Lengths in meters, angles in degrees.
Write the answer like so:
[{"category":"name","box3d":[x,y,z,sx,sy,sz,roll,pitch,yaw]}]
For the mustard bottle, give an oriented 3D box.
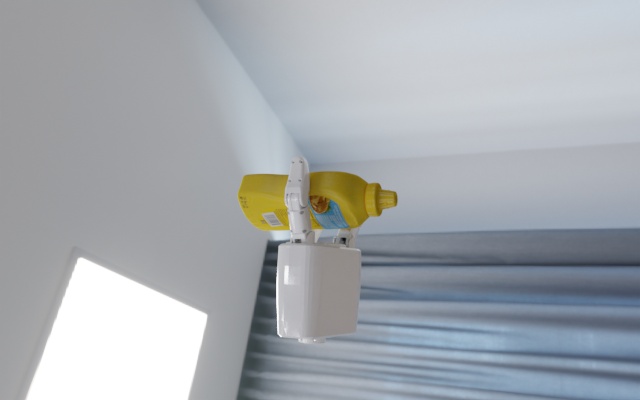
[{"category":"mustard bottle","box3d":[0.000,0.002,0.596,0.191,0.058,0.096,-2,-35,21]}]
